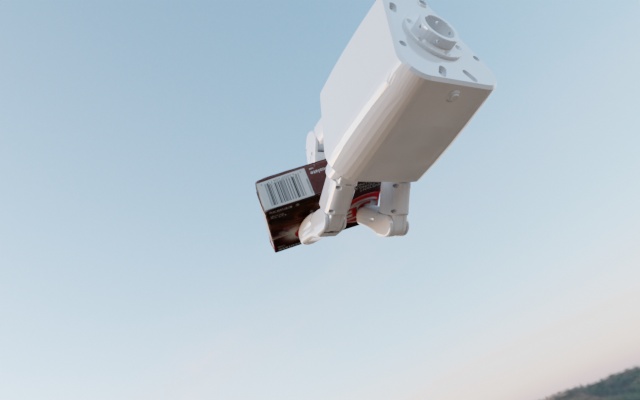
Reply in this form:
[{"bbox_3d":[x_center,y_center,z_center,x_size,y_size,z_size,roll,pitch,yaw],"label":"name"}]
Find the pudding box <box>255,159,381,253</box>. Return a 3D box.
[{"bbox_3d":[0.000,0.001,0.456,0.113,0.039,0.090,-16,-29,-7],"label":"pudding box"}]
